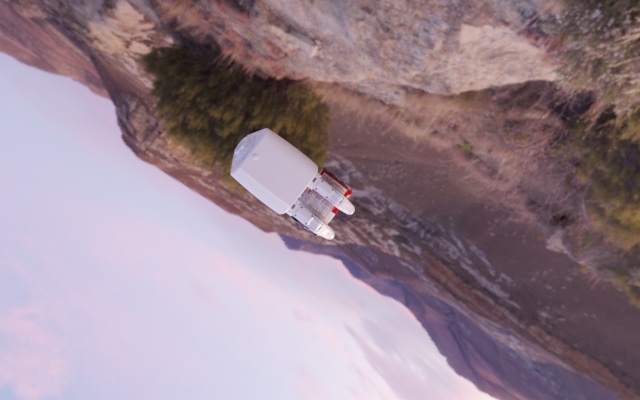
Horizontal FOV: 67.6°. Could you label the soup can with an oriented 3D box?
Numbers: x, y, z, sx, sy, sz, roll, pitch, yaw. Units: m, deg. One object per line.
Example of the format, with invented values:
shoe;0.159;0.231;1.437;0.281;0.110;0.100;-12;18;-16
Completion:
soup can;0.000;0.003;0.826;0.068;0.102;0.068;38;0;0
